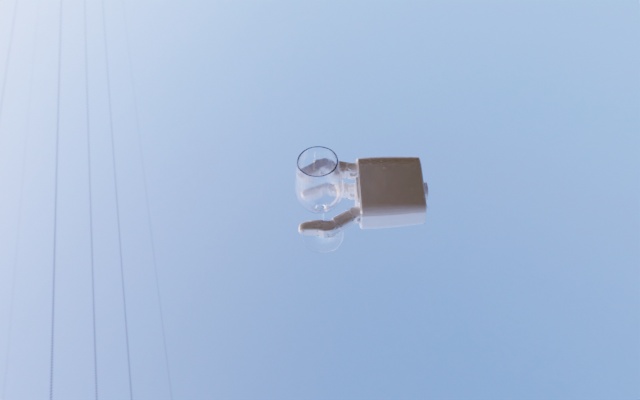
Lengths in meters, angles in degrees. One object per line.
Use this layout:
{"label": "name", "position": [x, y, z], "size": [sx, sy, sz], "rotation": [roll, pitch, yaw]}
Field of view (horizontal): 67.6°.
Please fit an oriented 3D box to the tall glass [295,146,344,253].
{"label": "tall glass", "position": [0.000, 0.003, 0.783], "size": [0.079, 0.079, 0.201], "rotation": [0, -38, 4]}
